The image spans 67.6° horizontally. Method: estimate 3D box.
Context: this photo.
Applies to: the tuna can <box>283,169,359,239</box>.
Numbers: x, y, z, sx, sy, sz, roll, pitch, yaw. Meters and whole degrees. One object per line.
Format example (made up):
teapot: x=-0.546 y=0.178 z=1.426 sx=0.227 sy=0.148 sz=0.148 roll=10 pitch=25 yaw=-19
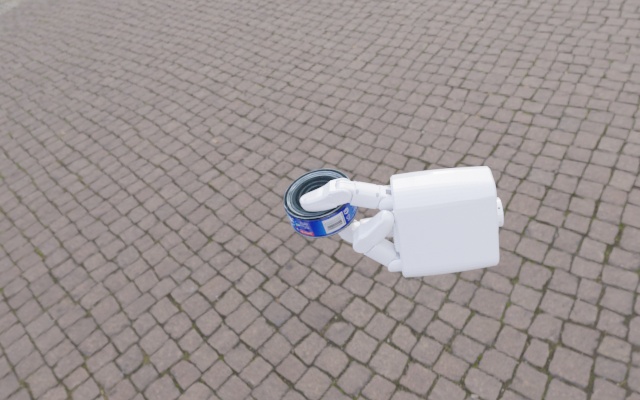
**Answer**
tuna can: x=0.000 y=0.001 z=0.565 sx=0.086 sy=0.086 sz=0.034 roll=0 pitch=-44 yaw=21
